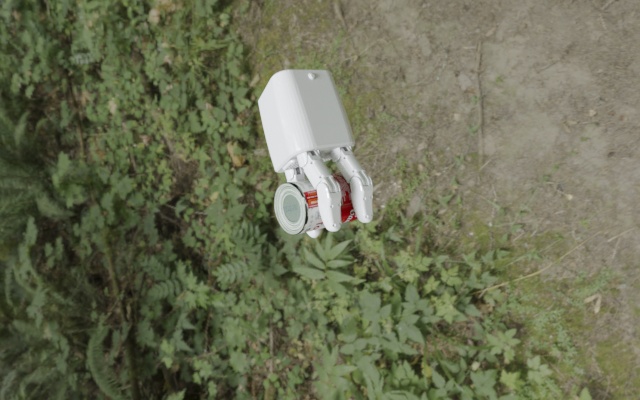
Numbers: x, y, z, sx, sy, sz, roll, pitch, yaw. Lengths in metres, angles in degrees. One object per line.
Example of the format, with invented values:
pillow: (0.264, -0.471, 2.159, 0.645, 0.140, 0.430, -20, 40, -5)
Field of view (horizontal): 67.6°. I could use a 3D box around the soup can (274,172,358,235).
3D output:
soup can: (0.000, 0.003, 0.618, 0.102, 0.068, 0.068, -12, 7, -39)
